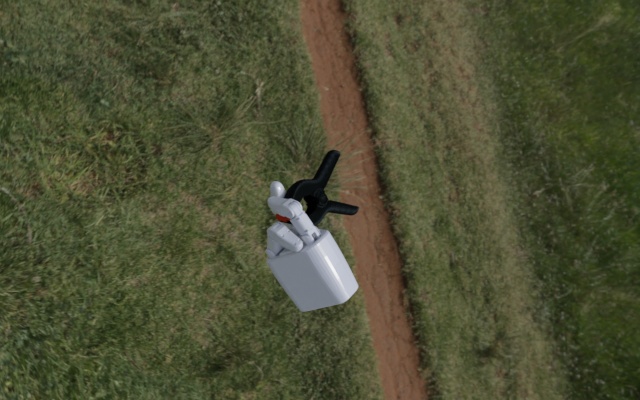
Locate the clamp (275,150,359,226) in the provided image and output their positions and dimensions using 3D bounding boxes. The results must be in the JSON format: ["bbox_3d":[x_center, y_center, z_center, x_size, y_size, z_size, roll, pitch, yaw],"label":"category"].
[{"bbox_3d":[0.000,0.003,0.798,0.171,0.120,0.039,-40,16,-35],"label":"clamp"}]
